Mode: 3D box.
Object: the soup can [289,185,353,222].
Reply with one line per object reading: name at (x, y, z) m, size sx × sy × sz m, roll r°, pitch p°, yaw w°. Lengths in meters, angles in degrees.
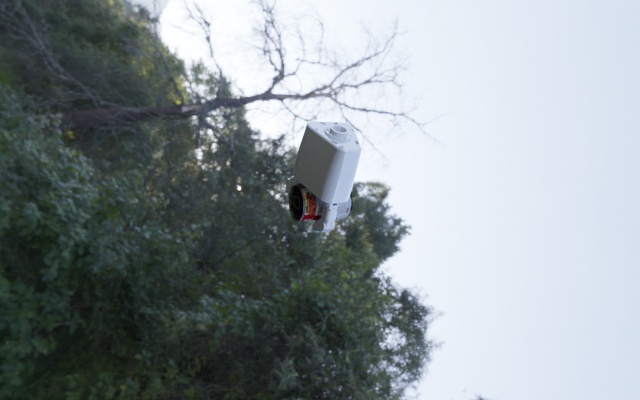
soup can at (0.000, 0.003, 0.892) m, size 0.102 × 0.068 × 0.068 m, roll -3°, pitch 1°, yaw -27°
